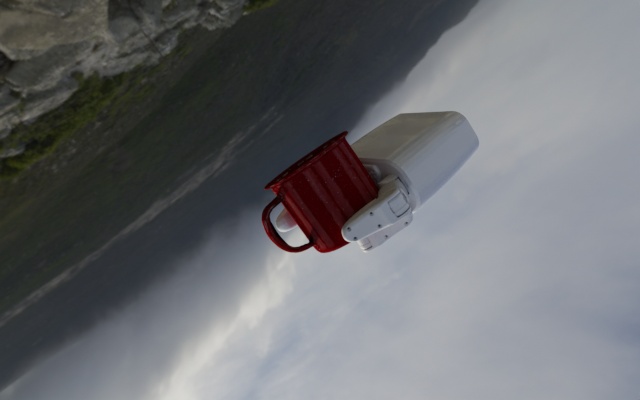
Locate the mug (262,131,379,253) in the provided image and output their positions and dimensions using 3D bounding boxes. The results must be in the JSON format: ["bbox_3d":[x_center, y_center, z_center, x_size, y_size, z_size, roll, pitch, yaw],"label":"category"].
[{"bbox_3d":[-0.001,0.002,0.440,0.117,0.081,0.093,-39,9,-24],"label":"mug"}]
